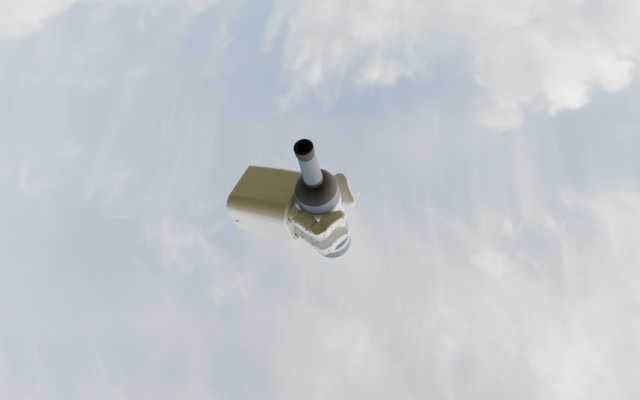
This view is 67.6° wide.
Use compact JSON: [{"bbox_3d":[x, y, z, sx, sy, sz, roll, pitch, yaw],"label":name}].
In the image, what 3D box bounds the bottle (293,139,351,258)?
[{"bbox_3d":[0.000,0.003,0.752,0.069,0.069,0.296,0,-30,10],"label":"bottle"}]
